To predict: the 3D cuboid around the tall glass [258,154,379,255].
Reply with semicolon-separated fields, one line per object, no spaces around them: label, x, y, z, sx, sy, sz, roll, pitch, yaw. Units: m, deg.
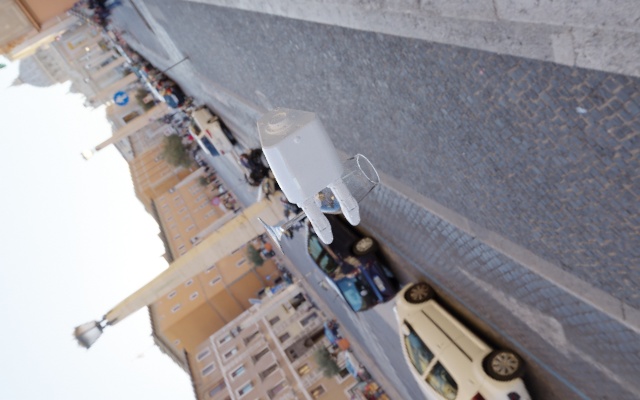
tall glass;0.000;0.003;0.790;0.201;0.079;0.079;-35;7;-10
